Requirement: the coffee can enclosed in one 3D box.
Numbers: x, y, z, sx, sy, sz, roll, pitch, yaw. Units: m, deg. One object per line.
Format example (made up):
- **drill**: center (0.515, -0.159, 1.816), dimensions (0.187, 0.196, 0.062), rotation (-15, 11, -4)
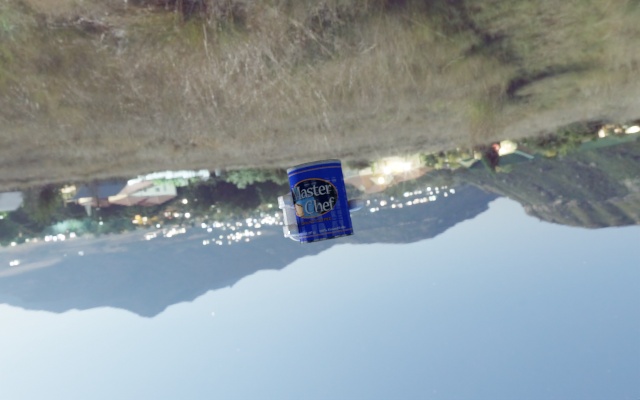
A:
- **coffee can**: center (0.000, 0.003, 0.885), dimensions (0.103, 0.140, 0.103), rotation (-10, -3, -1)
